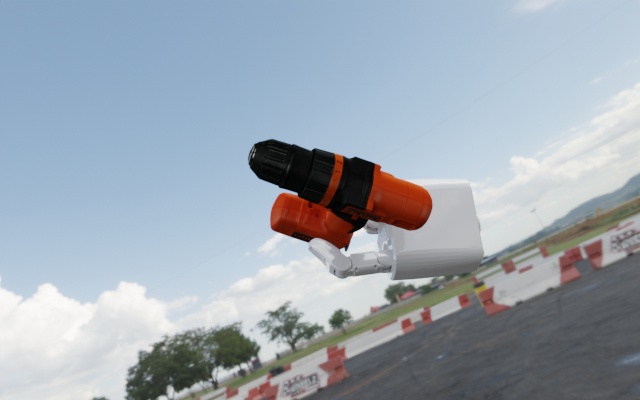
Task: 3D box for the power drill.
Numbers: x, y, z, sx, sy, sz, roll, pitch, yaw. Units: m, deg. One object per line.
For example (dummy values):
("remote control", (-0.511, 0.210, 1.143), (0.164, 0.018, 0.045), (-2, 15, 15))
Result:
("power drill", (0.000, 0.002, 0.517), (0.184, 0.057, 0.188), (19, -18, -12))
